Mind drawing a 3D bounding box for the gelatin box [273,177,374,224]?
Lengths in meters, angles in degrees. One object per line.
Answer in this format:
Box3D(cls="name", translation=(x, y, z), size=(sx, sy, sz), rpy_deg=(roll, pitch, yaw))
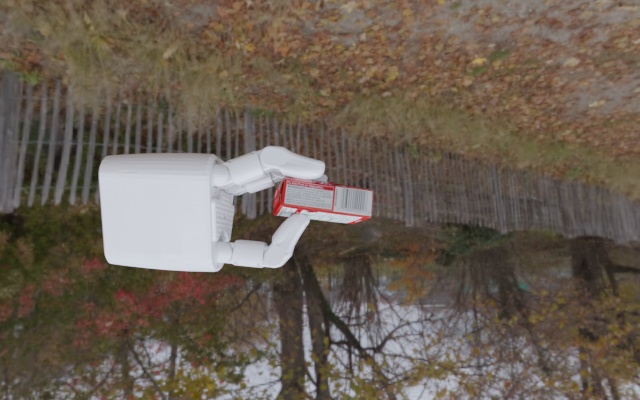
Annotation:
Box3D(cls="gelatin box", translation=(0.000, 0.002, 0.475), size=(0.089, 0.030, 0.073), rpy_deg=(8, -9, -9))
